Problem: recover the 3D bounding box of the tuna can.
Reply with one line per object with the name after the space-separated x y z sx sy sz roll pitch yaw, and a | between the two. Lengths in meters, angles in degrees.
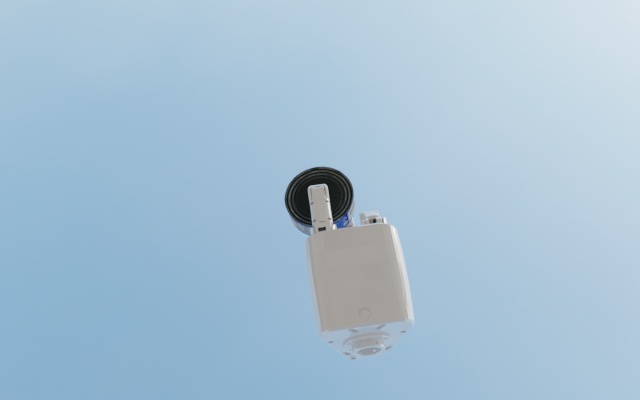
0.000 0.002 0.597 0.086 0.086 0.034 0 -31 9 | tuna can
